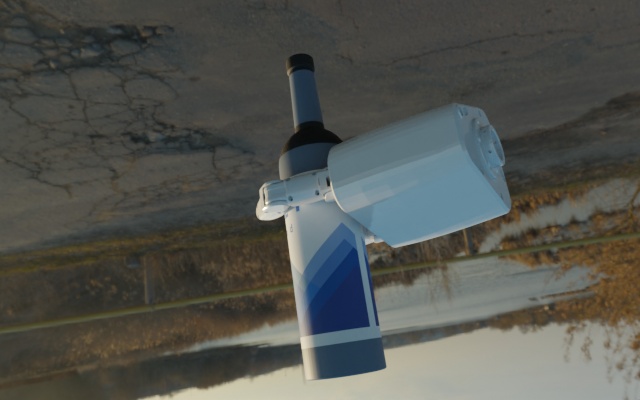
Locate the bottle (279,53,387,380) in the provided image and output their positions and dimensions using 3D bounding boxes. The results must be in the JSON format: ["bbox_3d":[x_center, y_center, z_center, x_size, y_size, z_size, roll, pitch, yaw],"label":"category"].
[{"bbox_3d":[0.000,0.002,0.429,0.069,0.295,0.069,-8,-17,-2],"label":"bottle"}]
